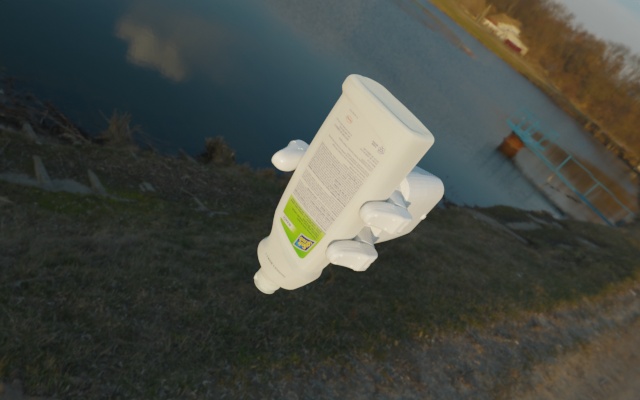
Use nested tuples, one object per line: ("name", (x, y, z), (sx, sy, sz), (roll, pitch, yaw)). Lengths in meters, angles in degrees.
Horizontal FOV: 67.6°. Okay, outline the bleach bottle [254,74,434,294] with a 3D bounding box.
("bleach bottle", (0.000, 0.002, 0.498), (0.068, 0.102, 0.251), (-3, -43, -53))
